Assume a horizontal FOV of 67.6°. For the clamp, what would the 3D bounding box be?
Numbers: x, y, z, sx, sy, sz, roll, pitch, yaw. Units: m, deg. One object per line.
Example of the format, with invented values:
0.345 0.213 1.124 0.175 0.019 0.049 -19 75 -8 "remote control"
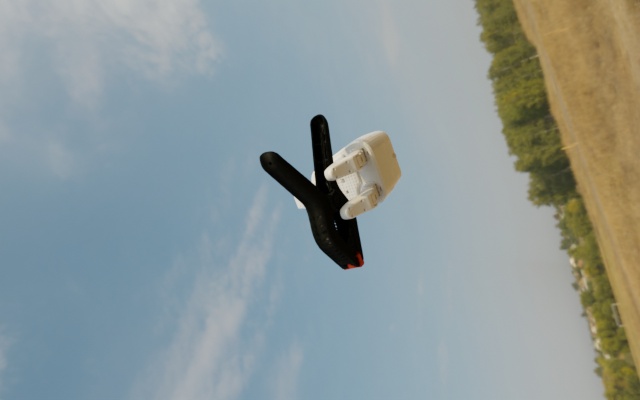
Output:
0.000 0.003 0.616 0.036 0.210 0.164 -15 11 31 "clamp"
